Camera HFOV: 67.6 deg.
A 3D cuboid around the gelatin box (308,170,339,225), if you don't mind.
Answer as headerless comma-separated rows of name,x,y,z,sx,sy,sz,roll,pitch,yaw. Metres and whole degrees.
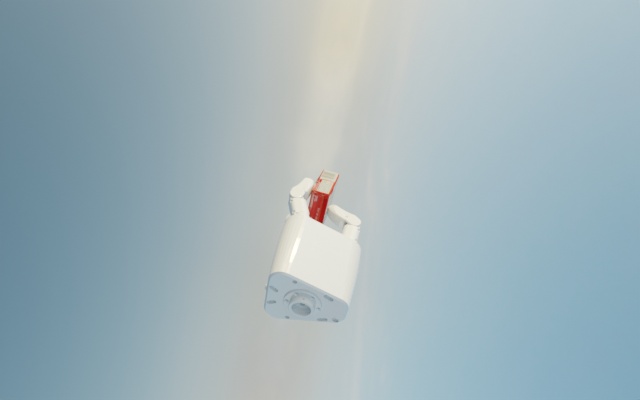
gelatin box,0.001,0.002,0.739,0.030,0.073,0.089,17,27,5
